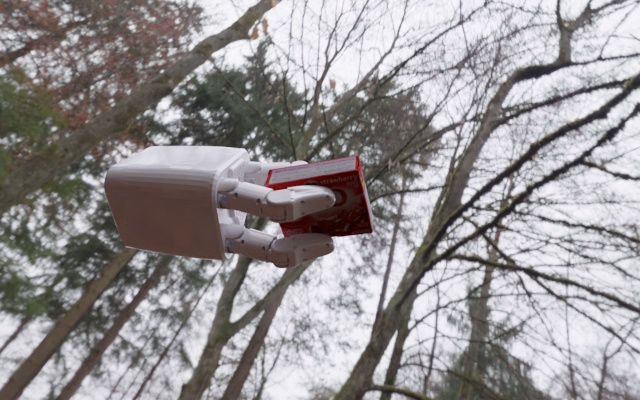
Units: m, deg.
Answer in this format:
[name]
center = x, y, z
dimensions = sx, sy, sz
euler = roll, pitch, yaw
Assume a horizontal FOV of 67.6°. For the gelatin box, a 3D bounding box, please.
[gelatin box]
center = 0.000, 0.001, 0.450
dimensions = 0.089, 0.073, 0.030
euler = -9, 35, 11
